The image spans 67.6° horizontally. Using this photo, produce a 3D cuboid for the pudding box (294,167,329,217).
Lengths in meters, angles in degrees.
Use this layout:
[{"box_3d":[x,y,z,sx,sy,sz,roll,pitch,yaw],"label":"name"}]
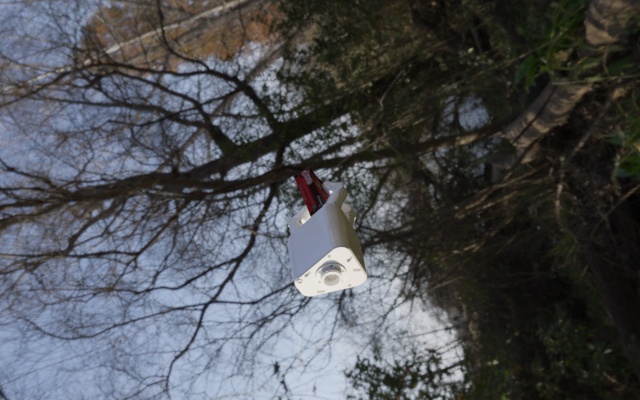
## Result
[{"box_3d":[0.000,0.003,0.877,0.039,0.090,0.113,-27,-28,8],"label":"pudding box"}]
